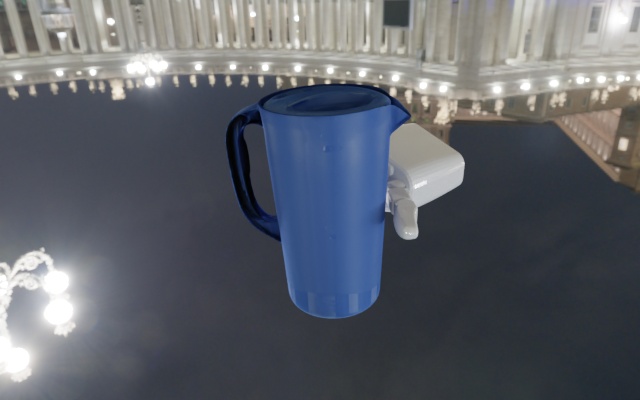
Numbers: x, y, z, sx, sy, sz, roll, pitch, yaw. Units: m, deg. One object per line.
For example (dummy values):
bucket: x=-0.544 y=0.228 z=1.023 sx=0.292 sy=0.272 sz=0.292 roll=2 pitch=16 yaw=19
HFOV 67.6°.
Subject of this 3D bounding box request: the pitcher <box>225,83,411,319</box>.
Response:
pitcher: x=0.000 y=0.002 z=0.519 sx=0.145 sy=0.243 sz=0.149 roll=-22 pitch=31 yaw=-35
